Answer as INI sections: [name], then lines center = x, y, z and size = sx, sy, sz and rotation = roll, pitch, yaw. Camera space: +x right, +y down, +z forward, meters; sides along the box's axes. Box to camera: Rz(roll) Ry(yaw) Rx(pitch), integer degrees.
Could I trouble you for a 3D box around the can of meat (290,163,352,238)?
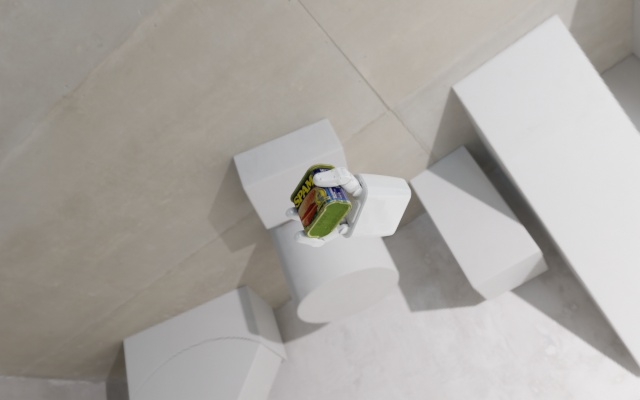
[can of meat]
center = 0.000, 0.003, 0.811
size = 0.057, 0.084, 0.102
rotation = 4, -42, -35
